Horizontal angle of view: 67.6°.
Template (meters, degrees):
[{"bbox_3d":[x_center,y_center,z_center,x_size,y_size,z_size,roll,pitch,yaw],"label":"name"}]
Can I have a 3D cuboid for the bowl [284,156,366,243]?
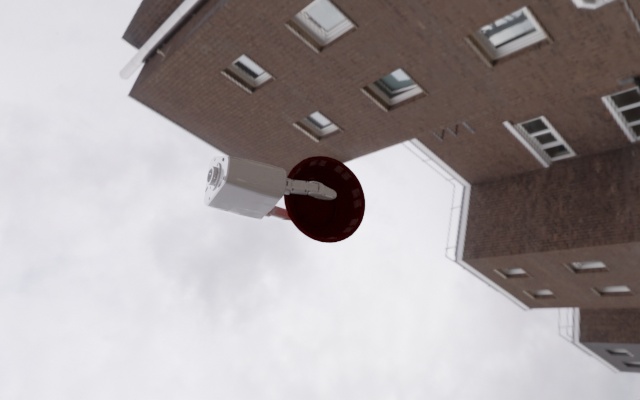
[{"bbox_3d":[0.001,0.004,0.878,0.162,0.162,0.055,0,-14,-24],"label":"bowl"}]
